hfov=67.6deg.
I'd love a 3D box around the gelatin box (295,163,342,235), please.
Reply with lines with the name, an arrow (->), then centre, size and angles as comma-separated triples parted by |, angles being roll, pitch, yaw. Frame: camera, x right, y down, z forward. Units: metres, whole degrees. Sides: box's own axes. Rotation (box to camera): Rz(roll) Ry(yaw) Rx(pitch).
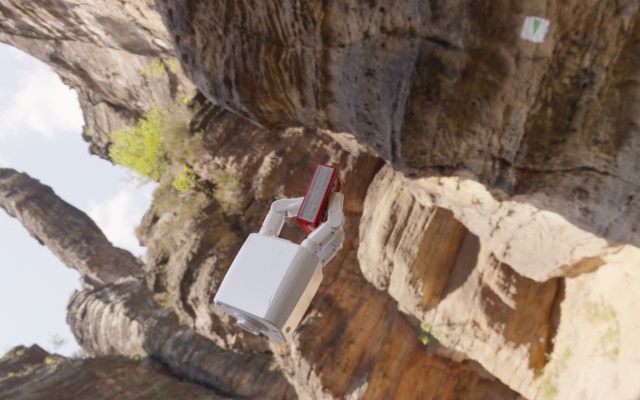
gelatin box -> 0.000, 0.002, 0.674 | 0.030, 0.089, 0.073 | 16, -15, 15
